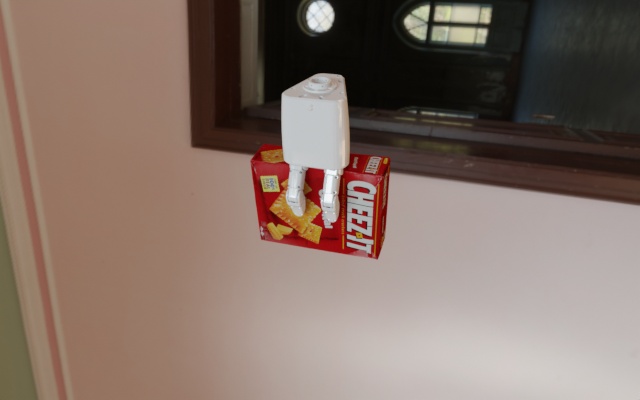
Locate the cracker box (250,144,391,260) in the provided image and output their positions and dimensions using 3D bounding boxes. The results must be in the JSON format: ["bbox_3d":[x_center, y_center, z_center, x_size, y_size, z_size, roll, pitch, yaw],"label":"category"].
[{"bbox_3d":[0.000,0.002,0.788,0.213,0.164,0.072,8,35,14],"label":"cracker box"}]
